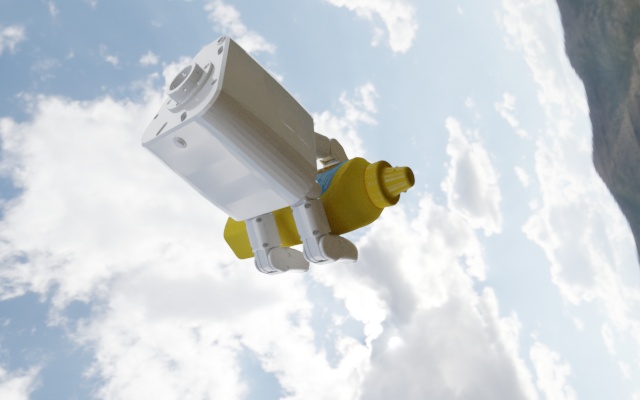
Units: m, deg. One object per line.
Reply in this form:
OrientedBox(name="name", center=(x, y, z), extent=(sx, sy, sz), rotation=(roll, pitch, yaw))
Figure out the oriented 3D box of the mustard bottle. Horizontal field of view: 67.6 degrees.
OrientedBox(name="mustard bottle", center=(0.000, 0.002, 0.452), extent=(0.191, 0.058, 0.096), rotation=(-17, 22, 36))
